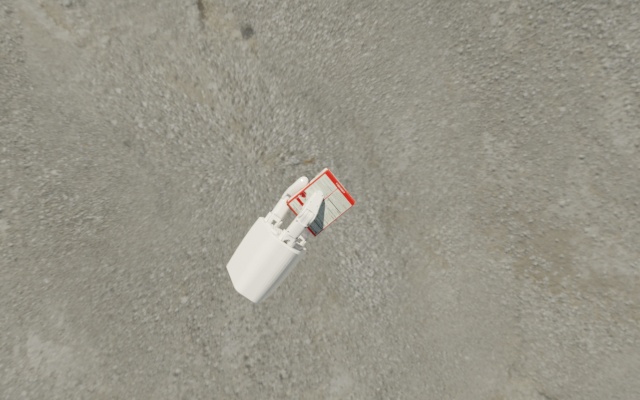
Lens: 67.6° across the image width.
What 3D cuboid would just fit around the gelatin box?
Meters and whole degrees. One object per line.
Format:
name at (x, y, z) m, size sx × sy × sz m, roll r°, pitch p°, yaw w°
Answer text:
gelatin box at (0.000, 0.002, 0.777) m, size 0.089 × 0.073 × 0.030 m, roll -40°, pitch 10°, yaw 4°
